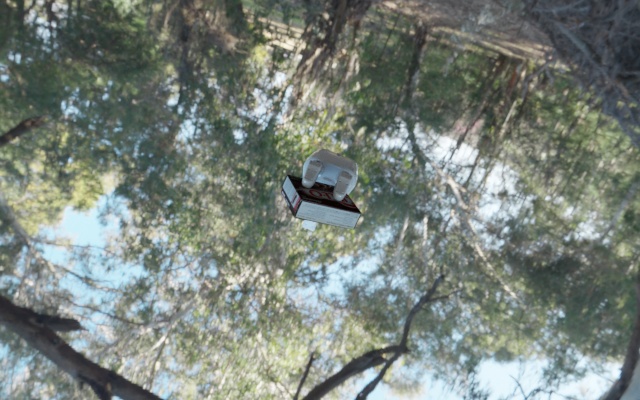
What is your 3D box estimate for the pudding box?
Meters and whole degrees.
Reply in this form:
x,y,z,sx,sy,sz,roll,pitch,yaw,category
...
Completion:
x,y,z,sx,sy,sz,roll,pitch,yaw,category
0.000,0.003,0.784,0.113,0.039,0.090,11,23,-25,pudding box
